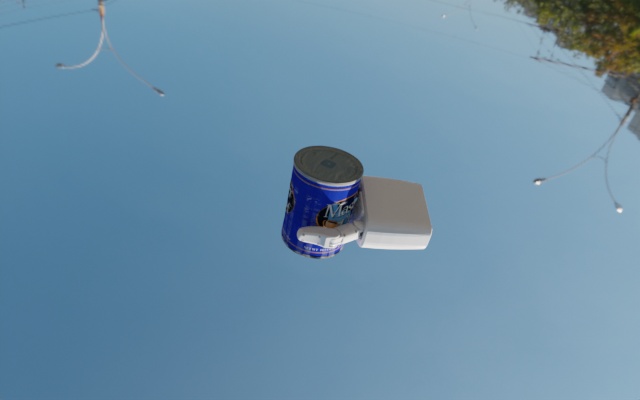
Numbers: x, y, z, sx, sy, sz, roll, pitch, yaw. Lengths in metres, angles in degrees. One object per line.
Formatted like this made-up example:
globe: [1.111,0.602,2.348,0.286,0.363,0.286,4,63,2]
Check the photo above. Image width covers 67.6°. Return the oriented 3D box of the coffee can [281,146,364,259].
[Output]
coffee can: [0.000,0.002,0.725,0.103,0.140,0.102,8,34,-6]
